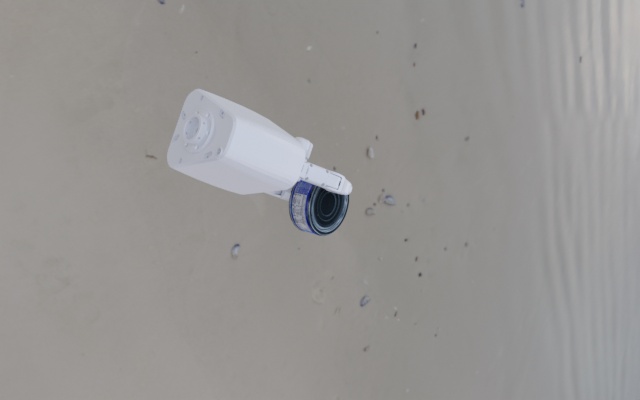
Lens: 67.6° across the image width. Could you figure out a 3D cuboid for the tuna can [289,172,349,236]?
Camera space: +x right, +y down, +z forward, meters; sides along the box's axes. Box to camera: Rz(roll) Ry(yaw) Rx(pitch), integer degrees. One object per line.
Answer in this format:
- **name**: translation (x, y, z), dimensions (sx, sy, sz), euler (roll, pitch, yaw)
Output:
- **tuna can**: translation (0.001, 0.002, 0.620), dimensions (0.033, 0.086, 0.086), euler (13, 8, 38)
